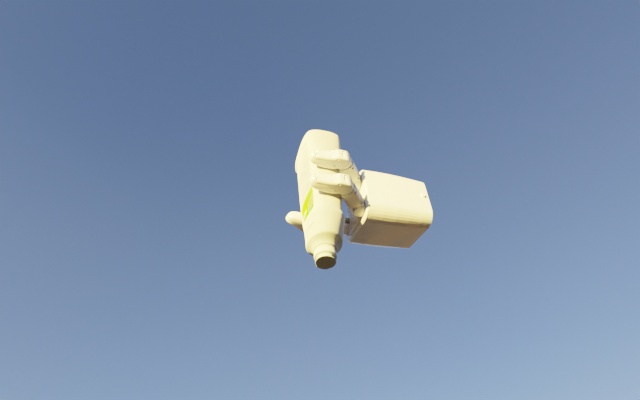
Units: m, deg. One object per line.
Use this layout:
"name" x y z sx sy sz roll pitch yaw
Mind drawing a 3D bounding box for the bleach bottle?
"bleach bottle" 0.000 0.002 0.726 0.068 0.103 0.250 8 42 -11
